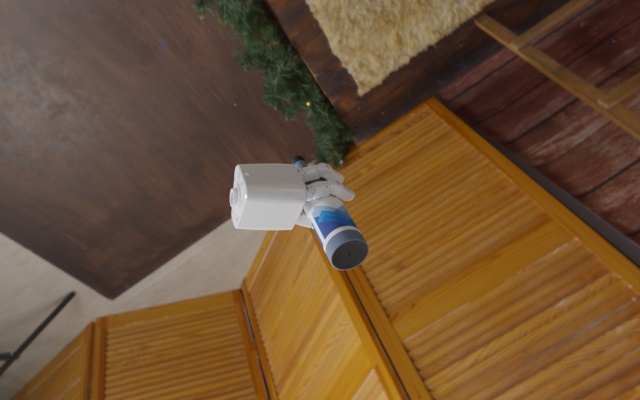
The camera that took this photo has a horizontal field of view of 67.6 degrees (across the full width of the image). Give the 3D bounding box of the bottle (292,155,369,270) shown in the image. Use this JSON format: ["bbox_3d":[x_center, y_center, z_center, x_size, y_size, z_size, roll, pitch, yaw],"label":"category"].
[{"bbox_3d":[0.000,0.003,0.873,0.069,0.069,0.295,0,35,-23],"label":"bottle"}]
